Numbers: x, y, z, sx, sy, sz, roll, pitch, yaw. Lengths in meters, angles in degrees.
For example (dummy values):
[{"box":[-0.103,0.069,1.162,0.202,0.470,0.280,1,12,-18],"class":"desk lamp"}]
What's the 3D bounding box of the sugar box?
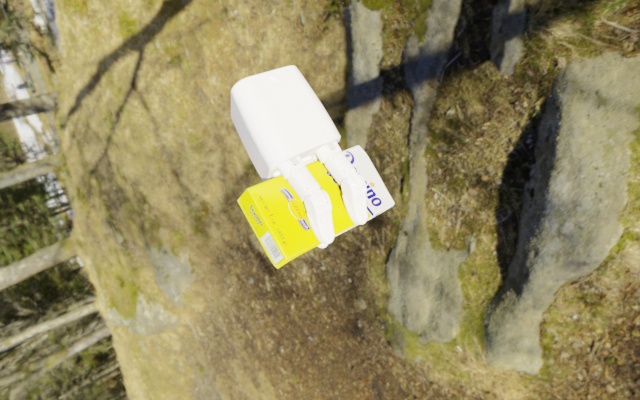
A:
[{"box":[0.000,0.002,0.577,0.176,0.093,0.048,-26,-7,-32],"class":"sugar box"}]
